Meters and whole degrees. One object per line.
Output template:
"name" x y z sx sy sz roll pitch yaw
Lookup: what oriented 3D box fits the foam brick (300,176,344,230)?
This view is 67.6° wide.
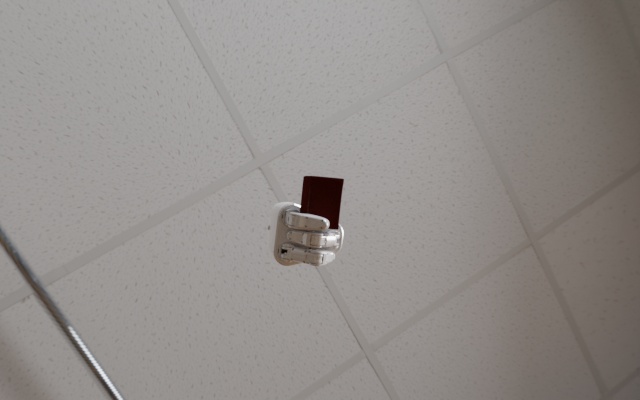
"foam brick" 0.000 0.002 0.725 0.053 0.078 0.051 7 1 -15
